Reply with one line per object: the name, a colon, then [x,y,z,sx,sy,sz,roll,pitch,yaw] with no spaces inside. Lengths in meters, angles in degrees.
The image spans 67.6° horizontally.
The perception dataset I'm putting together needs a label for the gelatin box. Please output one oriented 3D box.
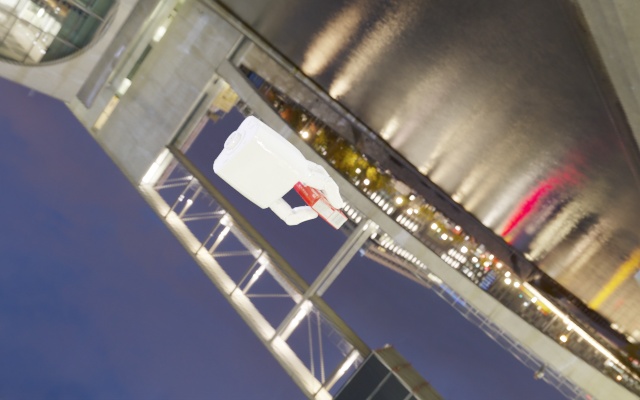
gelatin box: [0.000,0.003,0.851,0.089,0.030,0.073,41,6,-42]
